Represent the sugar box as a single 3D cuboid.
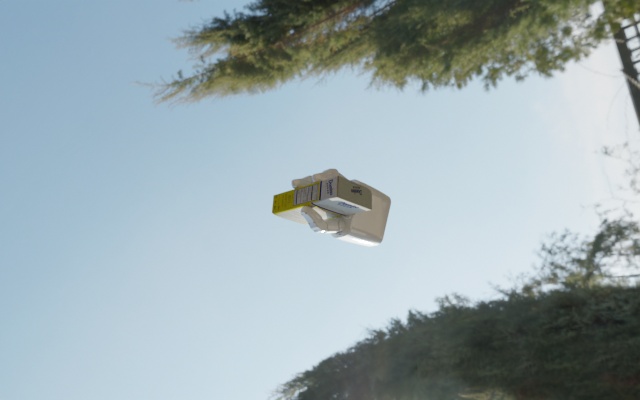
[{"bbox_3d":[0.000,0.002,0.886,0.176,0.048,0.093,-17,-27,42],"label":"sugar box"}]
